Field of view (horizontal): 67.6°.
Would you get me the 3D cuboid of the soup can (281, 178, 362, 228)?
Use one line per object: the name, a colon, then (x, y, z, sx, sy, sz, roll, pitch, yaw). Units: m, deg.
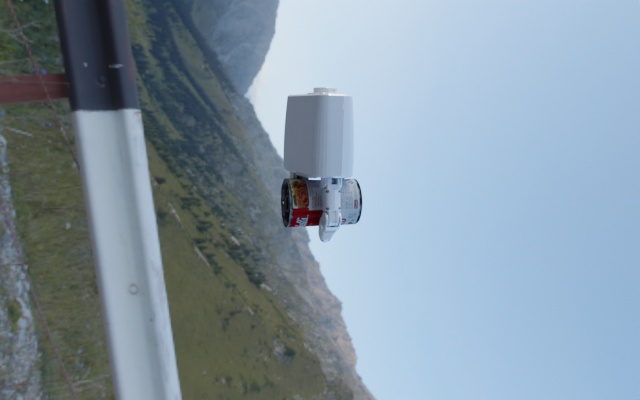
soup can: (0.000, 0.003, 0.671, 0.102, 0.068, 0.068, -1, 0, -15)
